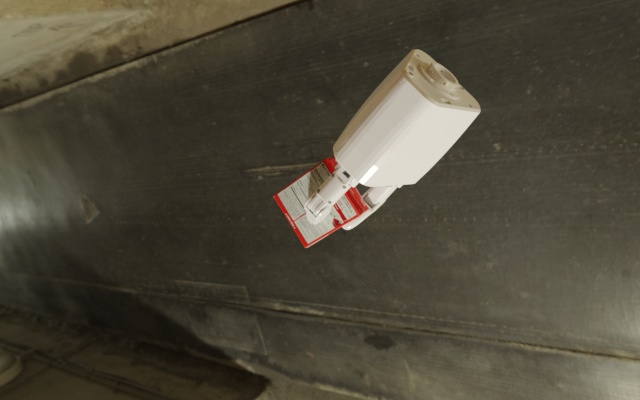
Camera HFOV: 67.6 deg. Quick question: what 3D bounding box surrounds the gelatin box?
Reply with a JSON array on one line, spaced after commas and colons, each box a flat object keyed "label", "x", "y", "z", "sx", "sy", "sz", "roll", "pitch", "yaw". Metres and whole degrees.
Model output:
[{"label": "gelatin box", "x": 0.000, "y": 0.002, "z": 0.546, "sx": 0.089, "sy": 0.073, "sz": 0.030, "roll": -33, "pitch": -2, "yaw": 32}]
